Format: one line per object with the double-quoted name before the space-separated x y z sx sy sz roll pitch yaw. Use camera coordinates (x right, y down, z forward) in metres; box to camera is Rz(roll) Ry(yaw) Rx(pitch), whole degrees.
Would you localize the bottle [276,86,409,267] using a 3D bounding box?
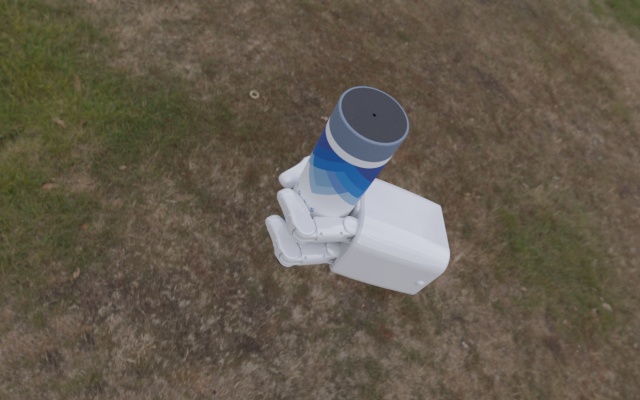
"bottle" 0.000 0.002 0.528 0.069 0.069 0.296 0 -31 -22
